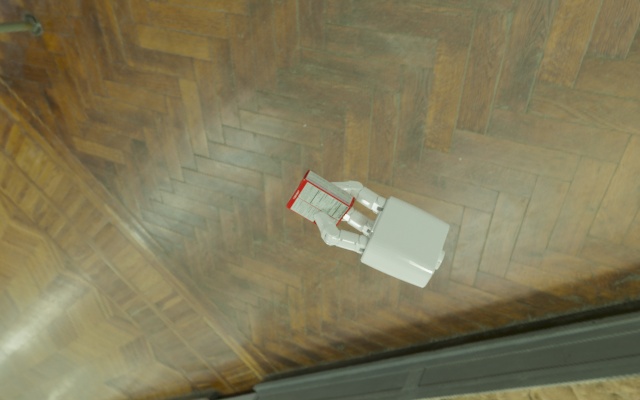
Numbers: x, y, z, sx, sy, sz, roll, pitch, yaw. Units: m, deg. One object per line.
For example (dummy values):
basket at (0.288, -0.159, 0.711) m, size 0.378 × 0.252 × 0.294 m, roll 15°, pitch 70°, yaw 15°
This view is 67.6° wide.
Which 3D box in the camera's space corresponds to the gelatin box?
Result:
gelatin box at (0.000, 0.003, 0.765) m, size 0.089 × 0.030 × 0.073 m, roll 30°, pitch -47°, yaw -5°
